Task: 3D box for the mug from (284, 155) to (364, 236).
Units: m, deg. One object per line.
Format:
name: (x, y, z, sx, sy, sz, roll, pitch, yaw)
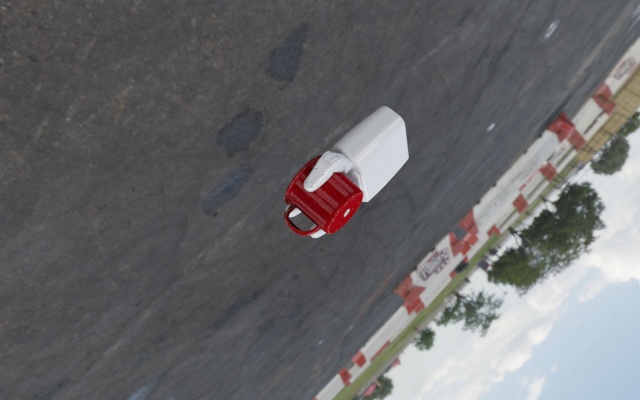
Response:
mug: (-0.001, 0.003, 0.694, 0.081, 0.117, 0.093, 41, -16, 18)
